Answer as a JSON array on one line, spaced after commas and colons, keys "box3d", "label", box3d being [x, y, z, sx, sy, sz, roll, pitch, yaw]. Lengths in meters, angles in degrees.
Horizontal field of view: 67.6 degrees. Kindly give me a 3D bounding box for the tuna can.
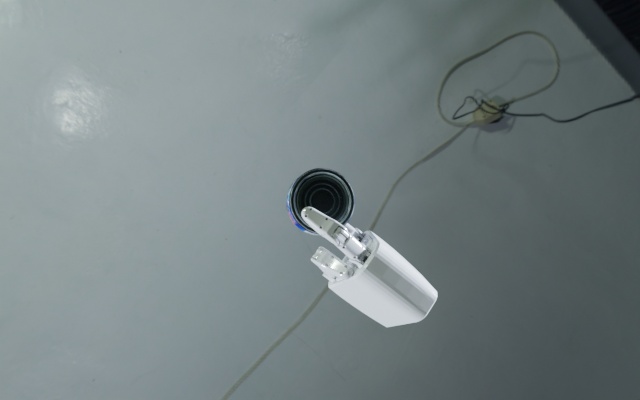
[{"box3d": [0.000, 0.002, 0.610, 0.086, 0.086, 0.034, 0, -5, -10], "label": "tuna can"}]
